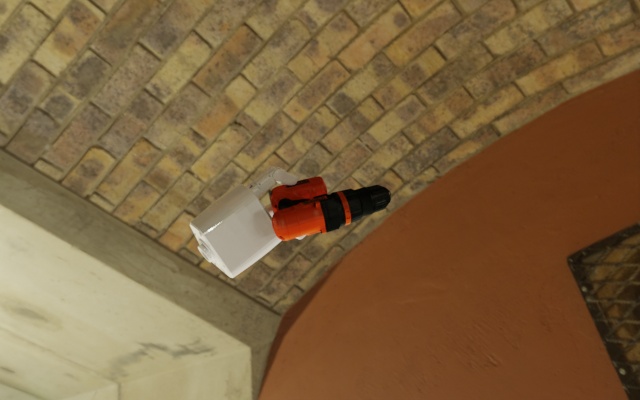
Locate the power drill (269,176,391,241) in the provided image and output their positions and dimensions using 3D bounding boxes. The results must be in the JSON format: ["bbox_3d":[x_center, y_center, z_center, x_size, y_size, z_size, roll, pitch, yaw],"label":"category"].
[{"bbox_3d":[0.000,0.003,0.771,0.184,0.057,0.187,-14,12,-13],"label":"power drill"}]
